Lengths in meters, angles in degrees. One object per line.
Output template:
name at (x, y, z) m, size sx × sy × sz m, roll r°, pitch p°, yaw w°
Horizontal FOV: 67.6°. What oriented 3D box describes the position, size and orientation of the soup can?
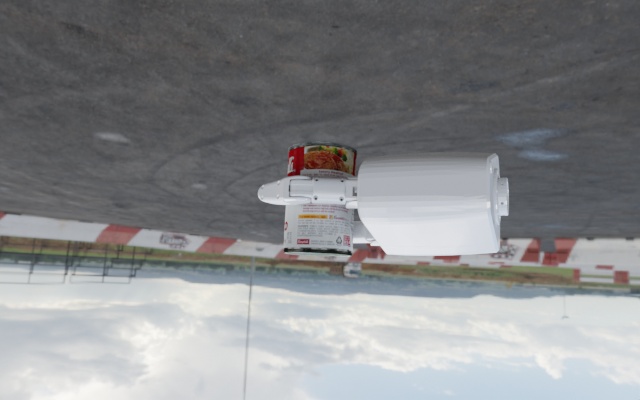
soup can at (0.000, 0.002, 0.461) m, size 0.068 × 0.102 × 0.068 m, roll 3°, pitch -9°, yaw 0°
